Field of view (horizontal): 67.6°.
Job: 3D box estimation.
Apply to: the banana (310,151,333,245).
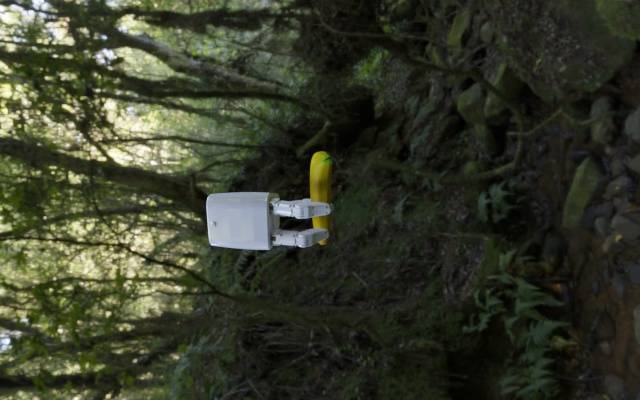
[{"bbox_3d":[0.000,-0.012,0.816,0.037,0.198,0.069,1,42,1],"label":"banana"}]
